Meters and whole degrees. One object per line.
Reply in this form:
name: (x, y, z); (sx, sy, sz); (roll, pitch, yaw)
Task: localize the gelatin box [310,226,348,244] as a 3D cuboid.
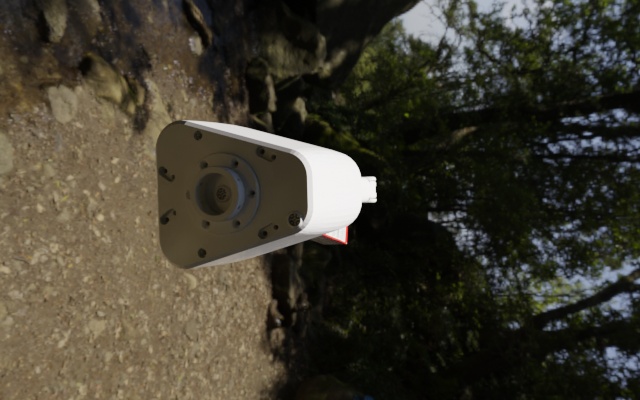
gelatin box: (0.001, 0.002, 0.462); (0.030, 0.073, 0.089); (-2, -12, 22)
